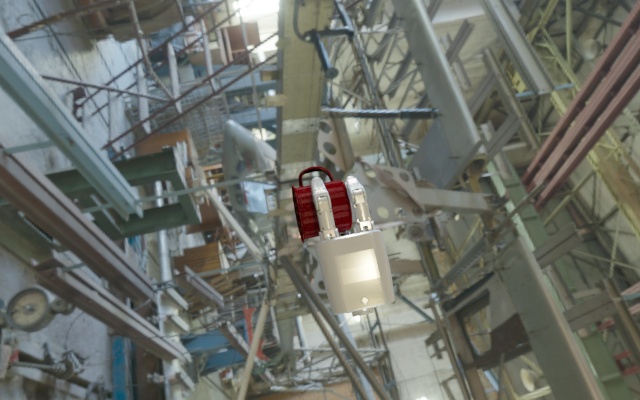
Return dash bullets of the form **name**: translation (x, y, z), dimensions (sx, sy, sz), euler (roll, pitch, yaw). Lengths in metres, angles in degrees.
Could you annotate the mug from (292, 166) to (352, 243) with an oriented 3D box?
- **mug**: translation (0.000, 0.001, 0.762), dimensions (0.081, 0.117, 0.093), euler (-11, -10, -7)
